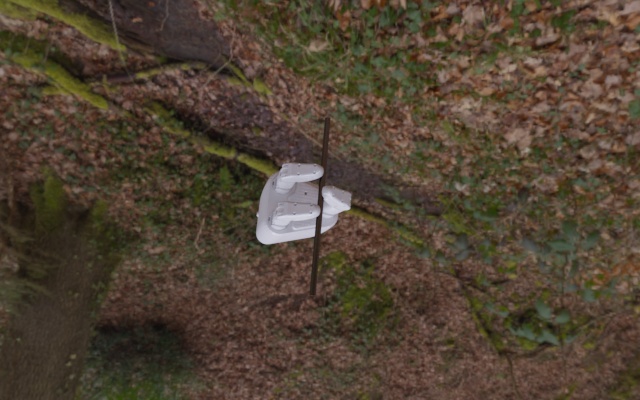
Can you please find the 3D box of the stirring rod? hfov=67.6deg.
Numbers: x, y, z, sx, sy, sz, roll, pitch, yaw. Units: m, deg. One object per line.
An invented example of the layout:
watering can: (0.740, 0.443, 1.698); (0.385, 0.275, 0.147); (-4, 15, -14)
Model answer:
stirring rod: (0.000, 0.002, 0.626); (0.011, 0.239, 0.011); (5, -16, 1)
